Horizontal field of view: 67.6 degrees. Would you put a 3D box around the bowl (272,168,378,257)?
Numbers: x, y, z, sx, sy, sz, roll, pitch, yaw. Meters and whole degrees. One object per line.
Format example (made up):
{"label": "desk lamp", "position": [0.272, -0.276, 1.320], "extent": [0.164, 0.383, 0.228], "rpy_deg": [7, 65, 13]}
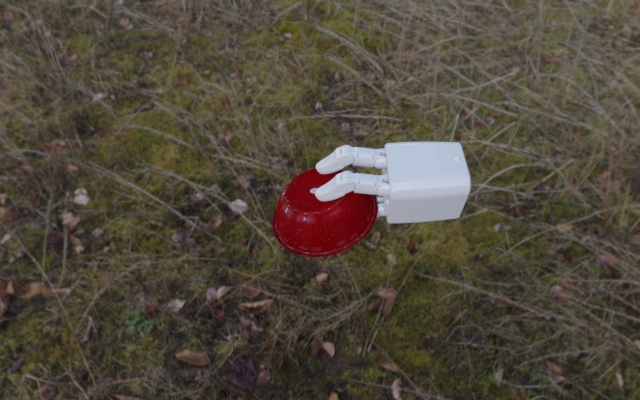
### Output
{"label": "bowl", "position": [-0.001, 0.002, 0.694], "extent": [0.162, 0.162, 0.055], "rpy_deg": [0, -43, 18]}
